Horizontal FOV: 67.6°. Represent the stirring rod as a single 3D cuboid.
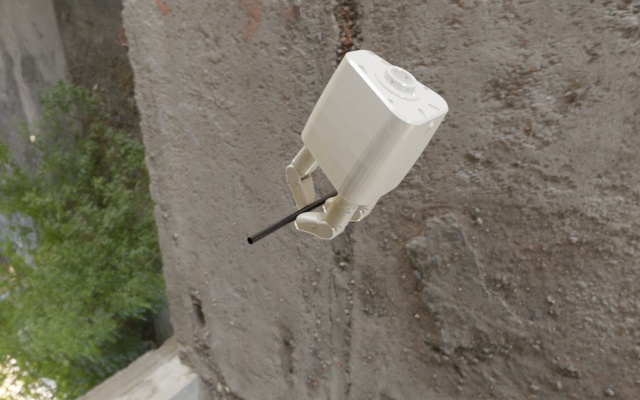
[{"bbox_3d":[0.000,0.002,0.572,0.011,0.011,0.239,0,19,39],"label":"stirring rod"}]
